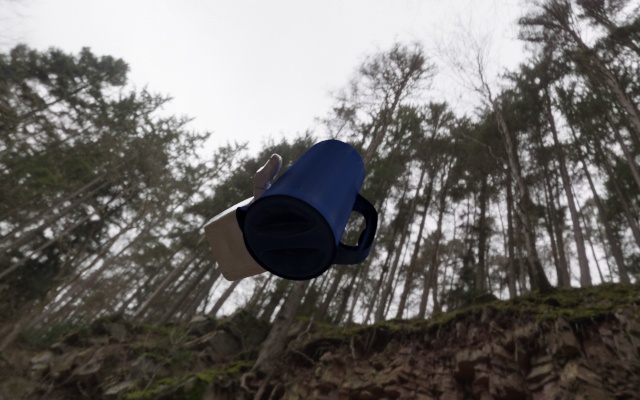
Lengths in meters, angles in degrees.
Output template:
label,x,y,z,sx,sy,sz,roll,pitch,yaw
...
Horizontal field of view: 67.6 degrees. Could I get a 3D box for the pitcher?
label,x,y,z,sx,sy,sz,roll,pitch,yaw
pitcher,0.000,0.002,0.716,0.145,0.149,0.242,-25,18,30
